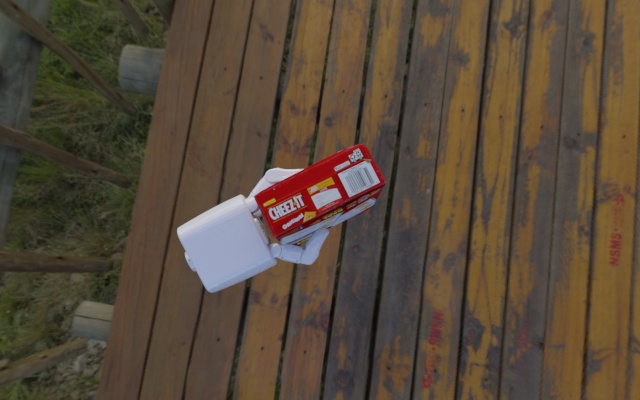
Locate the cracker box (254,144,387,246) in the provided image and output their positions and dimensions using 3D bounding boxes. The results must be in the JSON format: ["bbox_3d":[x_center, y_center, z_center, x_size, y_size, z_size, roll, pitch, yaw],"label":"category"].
[{"bbox_3d":[0.000,0.002,0.715,0.164,0.072,0.214,-27,-9,-4],"label":"cracker box"}]
